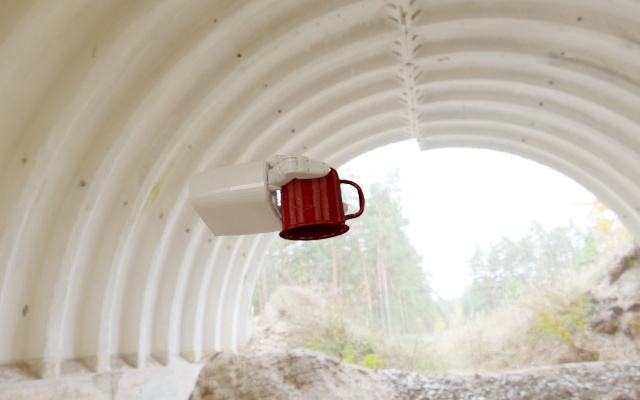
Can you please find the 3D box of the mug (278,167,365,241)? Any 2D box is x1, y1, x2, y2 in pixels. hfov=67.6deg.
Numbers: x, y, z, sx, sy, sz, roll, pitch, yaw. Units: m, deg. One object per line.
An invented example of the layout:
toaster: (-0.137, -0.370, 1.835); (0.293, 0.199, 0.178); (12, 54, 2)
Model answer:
mug: (0.001, 0.002, 0.629); (0.117, 0.081, 0.093); (-8, -17, 7)
